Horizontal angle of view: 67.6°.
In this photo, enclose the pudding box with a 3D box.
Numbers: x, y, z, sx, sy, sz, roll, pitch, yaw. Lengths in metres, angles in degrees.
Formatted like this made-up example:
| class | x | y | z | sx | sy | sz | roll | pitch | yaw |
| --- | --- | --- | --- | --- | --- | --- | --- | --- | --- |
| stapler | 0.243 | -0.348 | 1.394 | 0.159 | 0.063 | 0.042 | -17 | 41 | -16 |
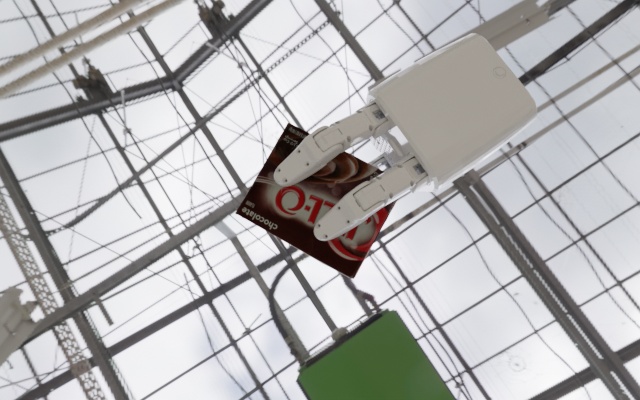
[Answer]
| class | x | y | z | sx | sy | sz | roll | pitch | yaw |
| --- | --- | --- | --- | --- | --- | --- | --- | --- | --- |
| pudding box | 0.000 | 0.001 | 0.404 | 0.113 | 0.090 | 0.039 | 28 | -9 | 8 |
